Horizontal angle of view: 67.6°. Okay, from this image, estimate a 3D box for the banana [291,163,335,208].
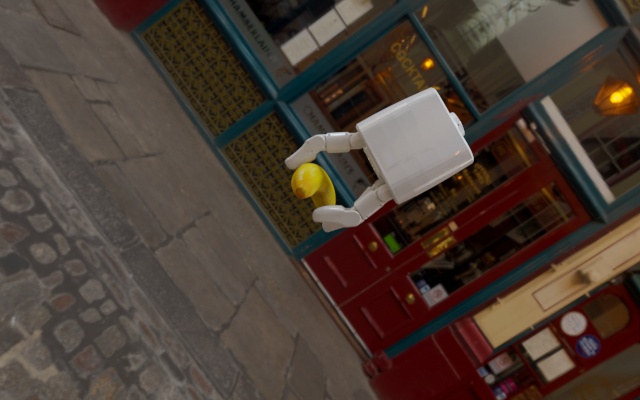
[{"bbox_3d":[-0.005,-0.014,0.630,0.037,0.069,0.198,-20,-18,7],"label":"banana"}]
